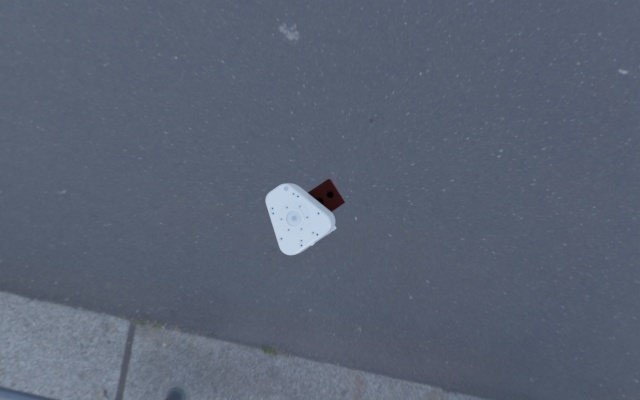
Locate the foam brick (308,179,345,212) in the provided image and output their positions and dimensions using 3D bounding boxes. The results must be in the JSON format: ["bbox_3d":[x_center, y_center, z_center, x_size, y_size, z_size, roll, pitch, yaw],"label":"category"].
[{"bbox_3d":[0.000,0.003,0.877,0.078,0.053,0.051,-34,-3,2],"label":"foam brick"}]
